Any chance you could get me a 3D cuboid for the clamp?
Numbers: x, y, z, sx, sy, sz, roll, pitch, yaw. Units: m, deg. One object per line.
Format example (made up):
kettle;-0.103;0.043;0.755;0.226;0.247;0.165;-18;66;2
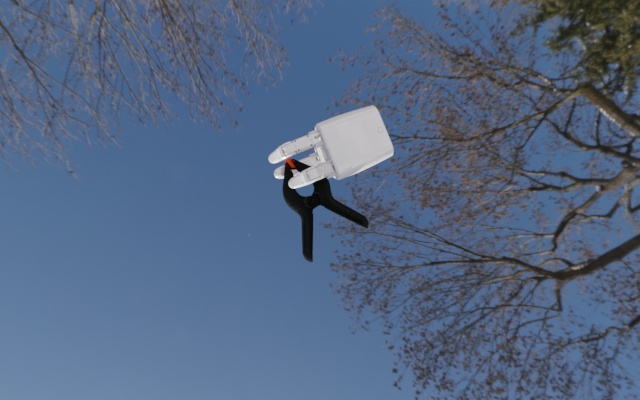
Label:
clamp;0.000;0.003;0.789;0.120;0.171;0.039;-22;0;-10
